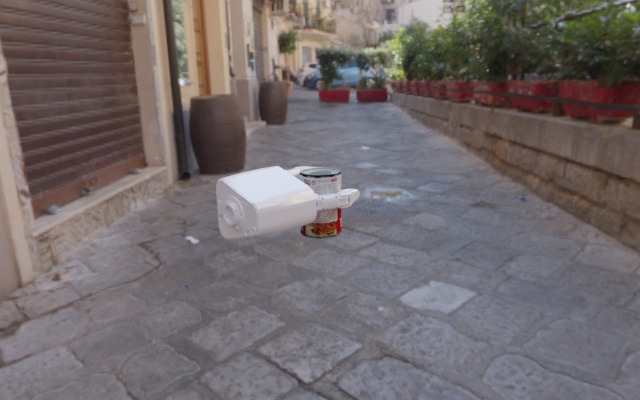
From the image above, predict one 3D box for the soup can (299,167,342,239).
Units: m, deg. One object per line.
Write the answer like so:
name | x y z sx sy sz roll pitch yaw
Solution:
soup can | 0.001 0.002 0.767 0.068 0.102 0.068 -1 14 0
